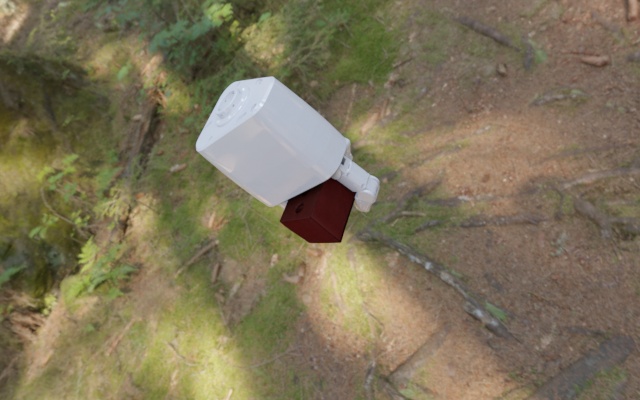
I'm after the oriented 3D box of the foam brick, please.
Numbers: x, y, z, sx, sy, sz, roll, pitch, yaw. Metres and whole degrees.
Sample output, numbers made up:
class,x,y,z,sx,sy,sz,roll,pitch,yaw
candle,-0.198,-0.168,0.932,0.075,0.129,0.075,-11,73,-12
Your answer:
class,x,y,z,sx,sy,sz,roll,pitch,yaw
foam brick,0.000,0.002,0.525,0.053,0.078,0.051,-9,-37,46
